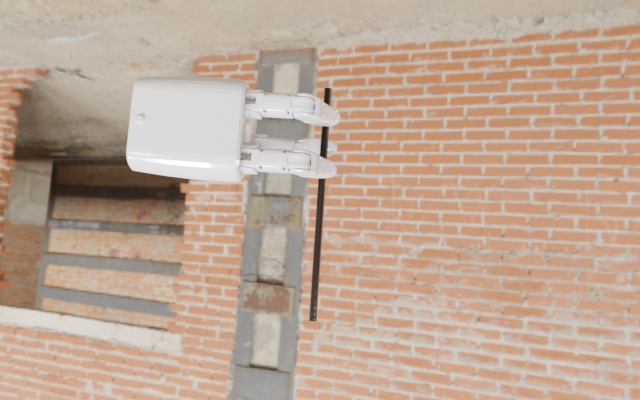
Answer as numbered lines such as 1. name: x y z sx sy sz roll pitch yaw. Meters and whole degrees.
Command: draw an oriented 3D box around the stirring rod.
1. stirring rod: 0.000 0.002 0.492 0.011 0.239 0.011 4 -6 0
